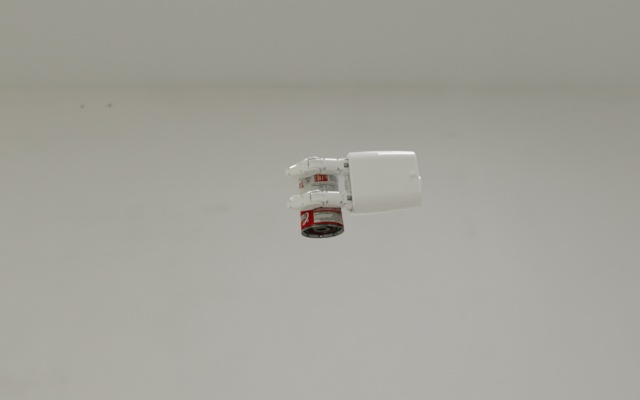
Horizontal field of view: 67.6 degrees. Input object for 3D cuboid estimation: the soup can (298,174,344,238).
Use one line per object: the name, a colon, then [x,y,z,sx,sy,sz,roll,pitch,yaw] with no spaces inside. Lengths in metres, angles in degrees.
soup can: [0.000,0.002,0.763,0.068,0.102,0.068,-4,-20,-1]
